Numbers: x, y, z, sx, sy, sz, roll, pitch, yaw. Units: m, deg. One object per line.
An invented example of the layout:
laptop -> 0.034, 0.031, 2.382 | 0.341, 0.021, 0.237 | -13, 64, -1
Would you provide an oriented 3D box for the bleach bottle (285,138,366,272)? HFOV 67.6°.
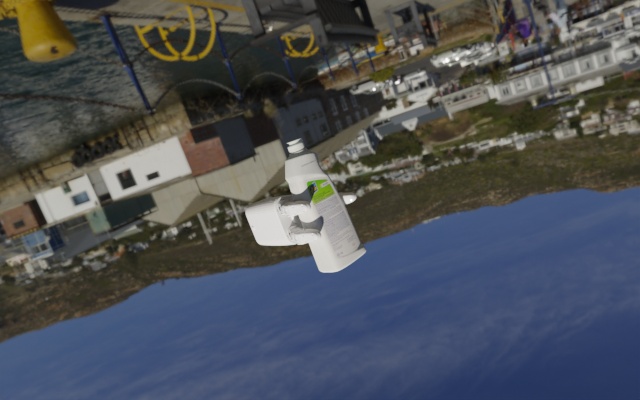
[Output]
bleach bottle -> 0.000, 0.003, 0.898 | 0.068, 0.251, 0.102 | -10, 14, 47
